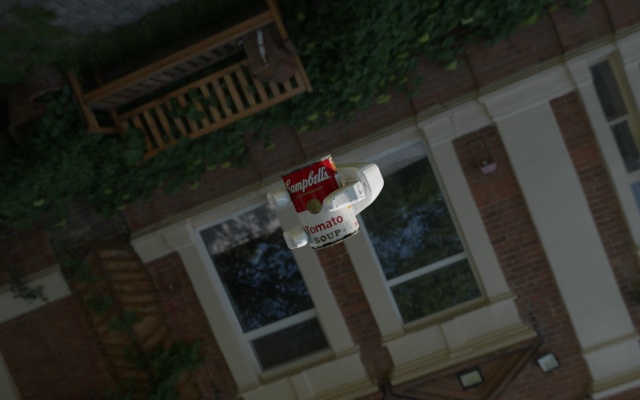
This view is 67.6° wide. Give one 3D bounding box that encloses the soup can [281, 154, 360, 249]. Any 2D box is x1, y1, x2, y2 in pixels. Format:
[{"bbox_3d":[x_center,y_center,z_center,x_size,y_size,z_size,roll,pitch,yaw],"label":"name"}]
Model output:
[{"bbox_3d":[0.000,0.002,0.600,0.068,0.102,0.068,-22,4,2],"label":"soup can"}]
